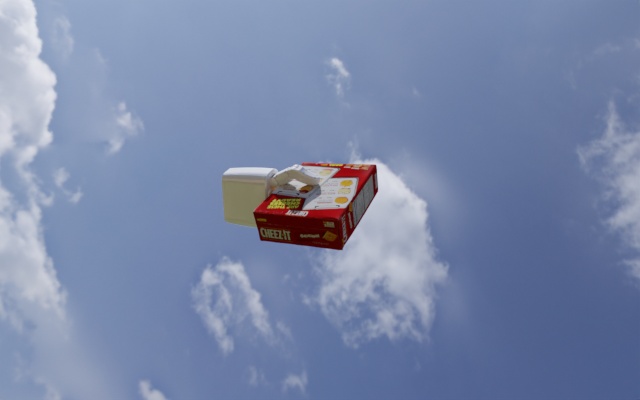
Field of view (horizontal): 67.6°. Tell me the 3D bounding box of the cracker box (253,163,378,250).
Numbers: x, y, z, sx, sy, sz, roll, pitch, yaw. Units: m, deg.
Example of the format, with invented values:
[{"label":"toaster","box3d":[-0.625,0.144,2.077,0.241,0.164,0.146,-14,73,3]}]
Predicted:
[{"label":"cracker box","box3d":[0.000,0.003,0.894,0.164,0.072,0.213,4,31,24]}]
